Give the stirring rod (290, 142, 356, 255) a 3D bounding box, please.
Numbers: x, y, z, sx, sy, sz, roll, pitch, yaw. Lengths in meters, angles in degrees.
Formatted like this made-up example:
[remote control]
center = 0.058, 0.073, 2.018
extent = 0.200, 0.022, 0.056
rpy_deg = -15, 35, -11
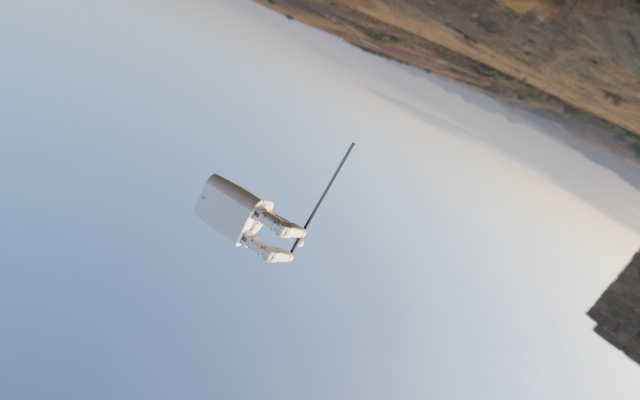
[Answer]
[stirring rod]
center = 0.000, 0.003, 0.845
extent = 0.011, 0.239, 0.011
rpy_deg = 27, 19, -10
